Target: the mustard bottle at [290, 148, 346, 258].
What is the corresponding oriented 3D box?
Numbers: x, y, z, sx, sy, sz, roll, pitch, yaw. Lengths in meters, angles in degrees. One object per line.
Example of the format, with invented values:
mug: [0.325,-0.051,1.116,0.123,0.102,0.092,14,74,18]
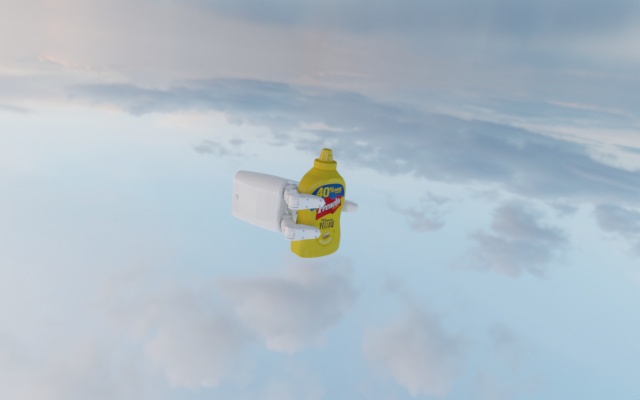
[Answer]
mustard bottle: [0.000,0.003,0.845,0.096,0.192,0.058,-6,21,-37]
